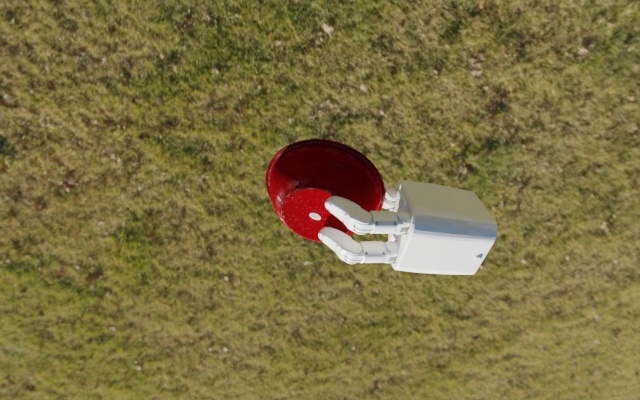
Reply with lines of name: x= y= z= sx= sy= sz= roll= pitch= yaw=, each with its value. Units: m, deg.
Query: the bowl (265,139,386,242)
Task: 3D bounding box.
bowl: x=-0.001 y=0.002 z=0.616 sx=0.162 sy=0.162 sz=0.055 roll=0 pitch=41 yaw=15
